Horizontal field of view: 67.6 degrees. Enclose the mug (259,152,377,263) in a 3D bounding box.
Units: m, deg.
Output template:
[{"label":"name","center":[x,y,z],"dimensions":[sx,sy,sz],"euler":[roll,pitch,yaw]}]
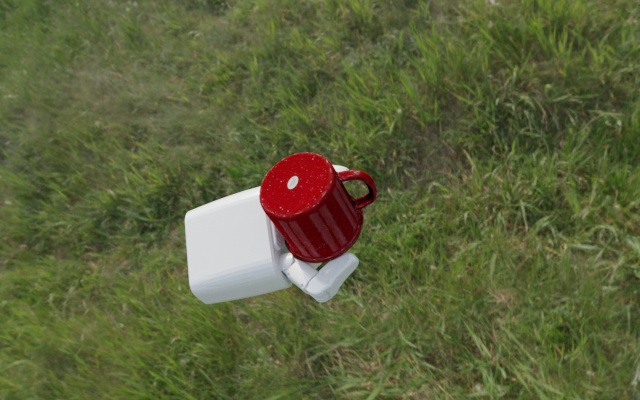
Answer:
[{"label":"mug","center":[0.001,0.001,0.489],"dimensions":[0.117,0.093,0.081],"euler":[-18,-39,12]}]
